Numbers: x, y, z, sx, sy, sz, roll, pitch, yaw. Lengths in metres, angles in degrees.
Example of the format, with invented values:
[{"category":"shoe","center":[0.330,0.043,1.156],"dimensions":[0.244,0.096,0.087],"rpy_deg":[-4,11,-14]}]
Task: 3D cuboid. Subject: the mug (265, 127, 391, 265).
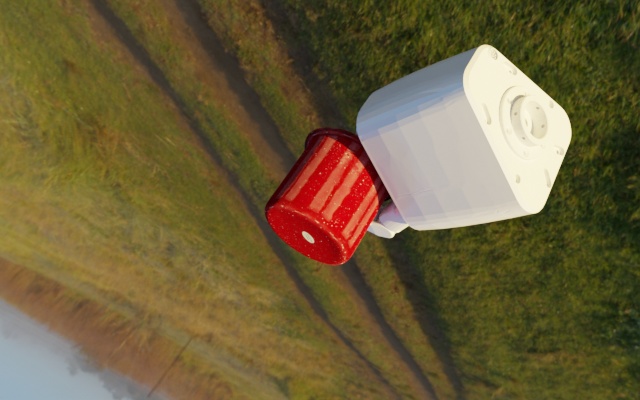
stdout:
[{"category":"mug","center":[-0.001,0.002,0.415],"dimensions":[0.093,0.081,0.117],"rpy_deg":[44,-28,-20]}]
